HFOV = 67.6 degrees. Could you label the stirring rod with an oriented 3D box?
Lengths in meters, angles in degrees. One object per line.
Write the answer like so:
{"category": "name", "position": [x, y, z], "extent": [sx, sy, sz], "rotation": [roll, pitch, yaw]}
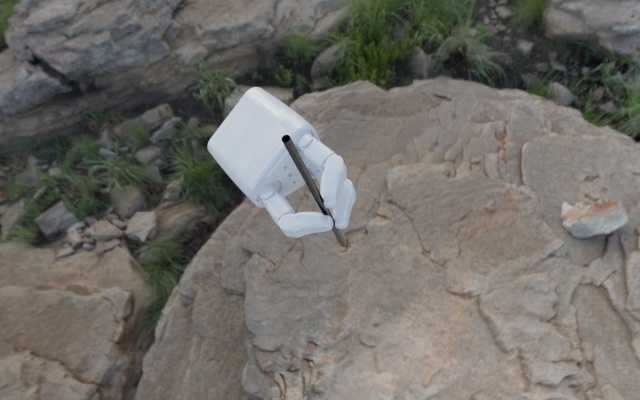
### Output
{"category": "stirring rod", "position": [0.000, 0.002, 0.509], "extent": [0.011, 0.011, 0.240], "rotation": [0, -27, 16]}
